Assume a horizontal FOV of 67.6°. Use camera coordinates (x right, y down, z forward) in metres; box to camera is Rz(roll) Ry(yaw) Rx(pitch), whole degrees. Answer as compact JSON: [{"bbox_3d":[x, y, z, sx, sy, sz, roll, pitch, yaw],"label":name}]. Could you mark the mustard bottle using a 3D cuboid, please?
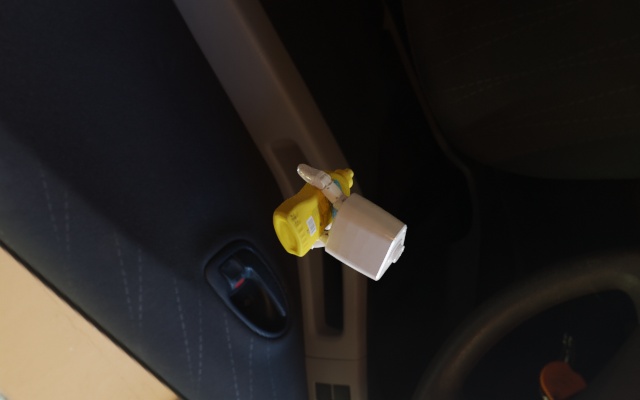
[{"bbox_3d":[0.000,0.003,0.837,0.058,0.096,0.191,13,44,37],"label":"mustard bottle"}]
